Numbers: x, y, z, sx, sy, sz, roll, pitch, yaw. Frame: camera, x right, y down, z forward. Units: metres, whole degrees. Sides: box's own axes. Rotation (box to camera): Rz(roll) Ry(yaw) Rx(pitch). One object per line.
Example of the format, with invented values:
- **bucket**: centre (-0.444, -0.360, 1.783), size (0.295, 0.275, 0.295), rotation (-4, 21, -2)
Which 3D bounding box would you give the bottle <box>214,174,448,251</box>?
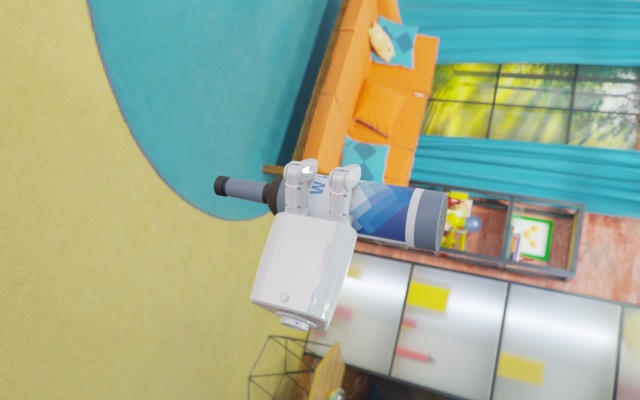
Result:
- **bottle**: centre (0.000, 0.002, 0.583), size (0.295, 0.069, 0.069), rotation (9, 3, 21)
